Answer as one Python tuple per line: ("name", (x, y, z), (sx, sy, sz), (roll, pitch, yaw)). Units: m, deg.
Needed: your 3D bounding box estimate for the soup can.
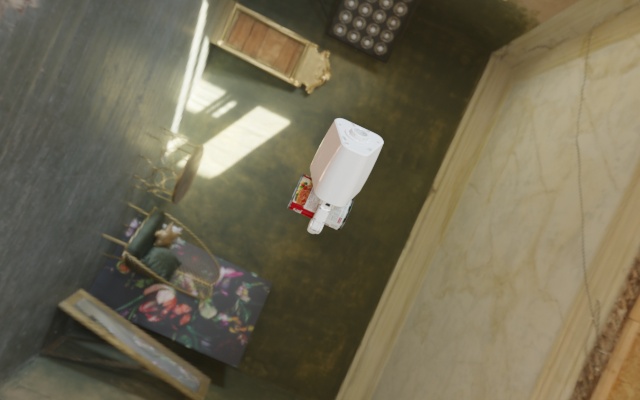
("soup can", (0.000, 0.003, 0.850), (0.102, 0.068, 0.068), (24, -2, -4))
